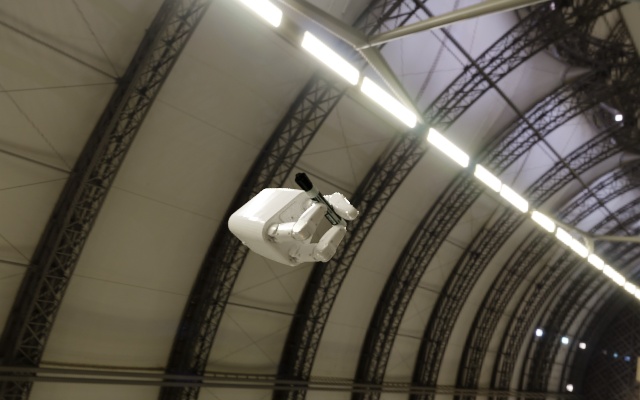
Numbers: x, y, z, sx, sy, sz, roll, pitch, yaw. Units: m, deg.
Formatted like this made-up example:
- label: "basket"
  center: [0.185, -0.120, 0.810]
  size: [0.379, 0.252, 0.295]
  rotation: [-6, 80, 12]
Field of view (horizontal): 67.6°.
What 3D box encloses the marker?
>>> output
- label: "marker"
  center: [0.000, 0.002, 0.696]
  size: [0.020, 0.020, 0.121]
  rotation: [0, -39, 43]
